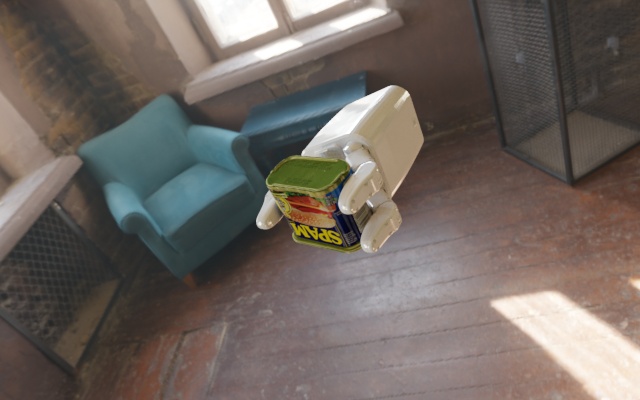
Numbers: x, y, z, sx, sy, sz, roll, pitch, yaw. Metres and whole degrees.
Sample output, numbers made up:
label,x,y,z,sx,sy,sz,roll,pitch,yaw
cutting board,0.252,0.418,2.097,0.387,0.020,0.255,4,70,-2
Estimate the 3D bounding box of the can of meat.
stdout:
label,x,y,z,sx,sy,sz,roll,pitch,yaw
can of meat,0.000,0.001,0.506,0.102,0.084,0.057,8,47,41
